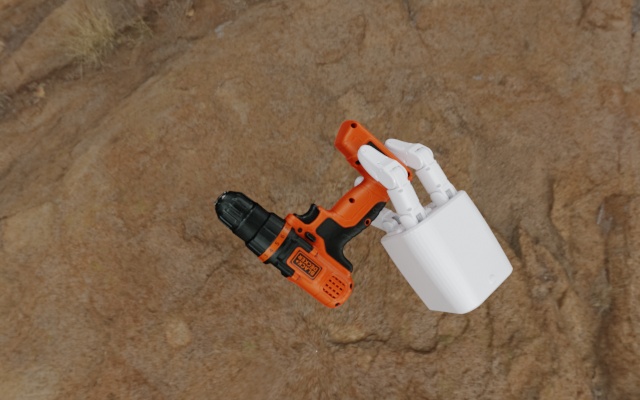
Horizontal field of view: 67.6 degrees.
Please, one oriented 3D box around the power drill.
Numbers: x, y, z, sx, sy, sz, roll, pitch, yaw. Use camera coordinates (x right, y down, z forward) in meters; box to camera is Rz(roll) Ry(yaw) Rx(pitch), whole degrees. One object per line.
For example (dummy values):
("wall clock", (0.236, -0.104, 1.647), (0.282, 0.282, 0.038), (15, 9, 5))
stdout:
("power drill", (0.001, 0.002, 0.546), (0.184, 0.187, 0.057), (40, -7, -12))
